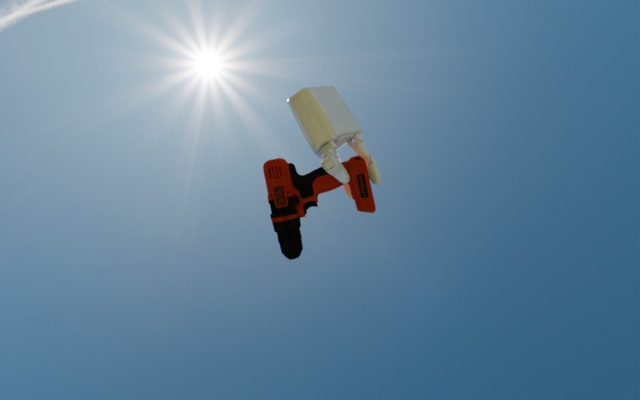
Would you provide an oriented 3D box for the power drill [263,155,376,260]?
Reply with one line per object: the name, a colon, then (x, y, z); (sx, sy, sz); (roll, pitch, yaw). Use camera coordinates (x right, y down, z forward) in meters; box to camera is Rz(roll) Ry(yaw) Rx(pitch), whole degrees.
power drill: (0.001, 0.002, 0.855); (0.187, 0.184, 0.057); (-11, 6, 0)
